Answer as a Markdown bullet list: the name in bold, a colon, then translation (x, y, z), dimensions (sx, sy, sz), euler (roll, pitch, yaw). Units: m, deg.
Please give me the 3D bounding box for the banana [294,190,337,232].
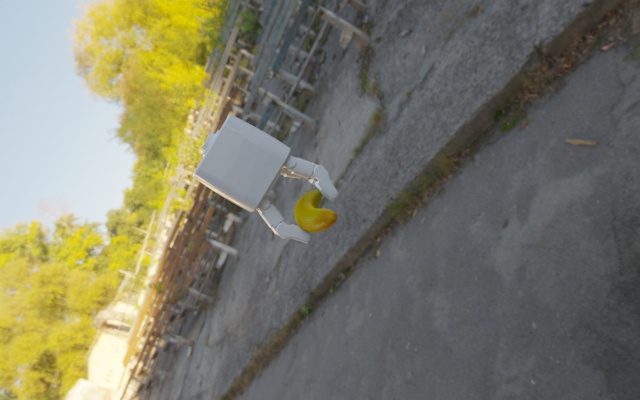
- **banana**: translation (-0.012, 0.016, 0.765), dimensions (0.037, 0.069, 0.197), euler (38, 10, -14)
